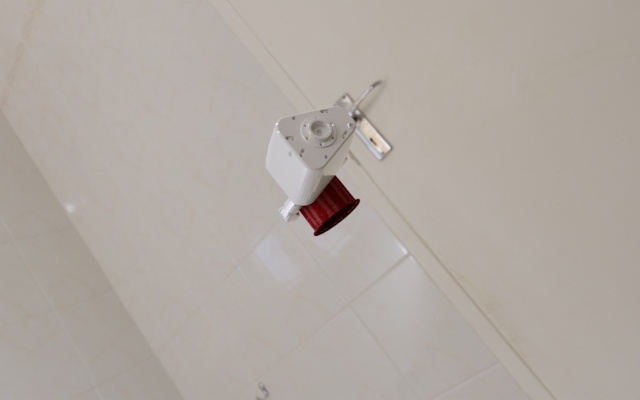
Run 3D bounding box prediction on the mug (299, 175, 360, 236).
[{"bbox_3d":[0.000,0.003,0.776,0.093,0.081,0.117,-32,-14,-25],"label":"mug"}]
